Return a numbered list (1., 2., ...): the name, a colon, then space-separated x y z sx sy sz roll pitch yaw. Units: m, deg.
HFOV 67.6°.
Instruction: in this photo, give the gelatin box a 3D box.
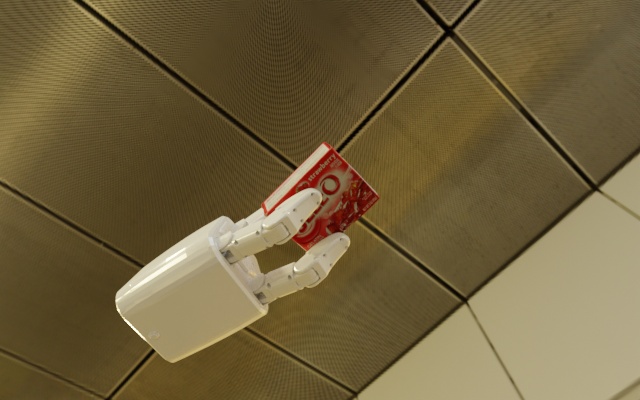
1. gelatin box: 0.000 0.001 0.457 0.073 0.089 0.030 44 4 -25
